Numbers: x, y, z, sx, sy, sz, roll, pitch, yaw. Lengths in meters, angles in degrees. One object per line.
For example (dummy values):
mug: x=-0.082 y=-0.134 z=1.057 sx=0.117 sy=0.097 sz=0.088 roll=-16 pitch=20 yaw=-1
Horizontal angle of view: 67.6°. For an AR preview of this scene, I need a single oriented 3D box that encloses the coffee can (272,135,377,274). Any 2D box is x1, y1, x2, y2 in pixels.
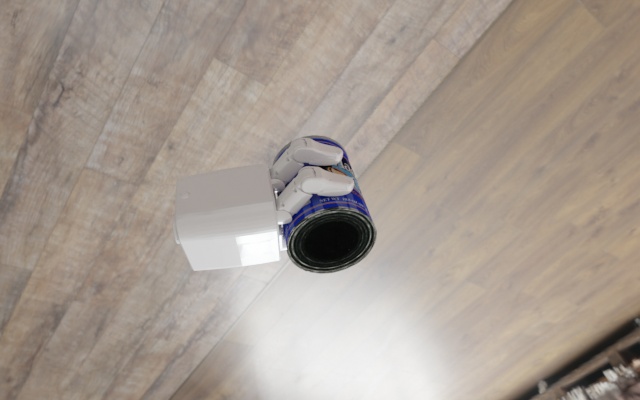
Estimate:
coffee can: x=0.000 y=0.002 z=0.578 sx=0.103 sy=0.103 sz=0.140 roll=0 pitch=40 yaw=-14
